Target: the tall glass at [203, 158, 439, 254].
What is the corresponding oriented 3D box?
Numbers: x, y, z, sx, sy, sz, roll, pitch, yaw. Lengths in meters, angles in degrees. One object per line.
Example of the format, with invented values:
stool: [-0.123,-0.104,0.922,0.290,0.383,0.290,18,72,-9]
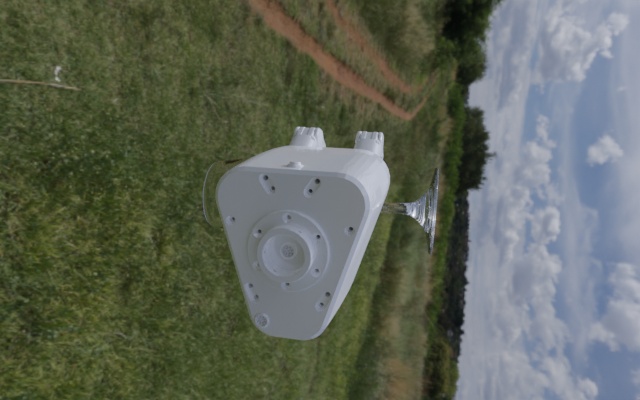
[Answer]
tall glass: [0.001,0.001,0.428,0.201,0.079,0.079,5,1,11]
